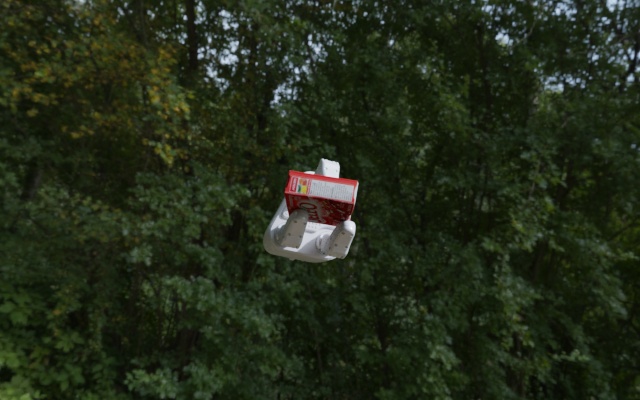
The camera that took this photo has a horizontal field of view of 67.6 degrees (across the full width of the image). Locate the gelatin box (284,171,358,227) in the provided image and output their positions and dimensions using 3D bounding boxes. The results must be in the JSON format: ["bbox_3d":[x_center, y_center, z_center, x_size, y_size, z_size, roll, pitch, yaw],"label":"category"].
[{"bbox_3d":[0.000,0.001,0.527,0.073,0.030,0.089,9,-20,2],"label":"gelatin box"}]
